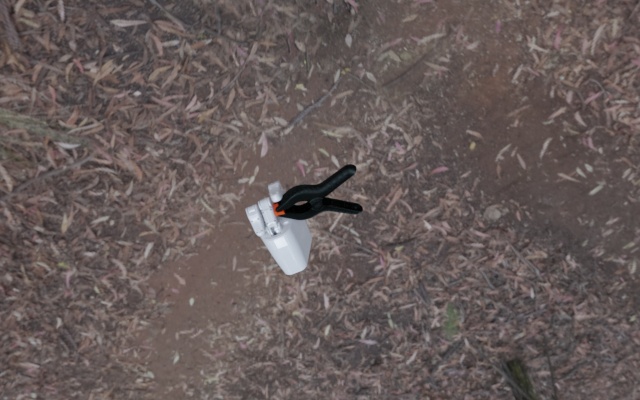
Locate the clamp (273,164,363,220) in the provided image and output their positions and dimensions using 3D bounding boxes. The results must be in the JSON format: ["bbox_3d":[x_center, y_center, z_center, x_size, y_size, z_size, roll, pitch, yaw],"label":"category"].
[{"bbox_3d":[0.000,0.003,0.898,0.171,0.120,0.039,-19,38,8],"label":"clamp"}]
